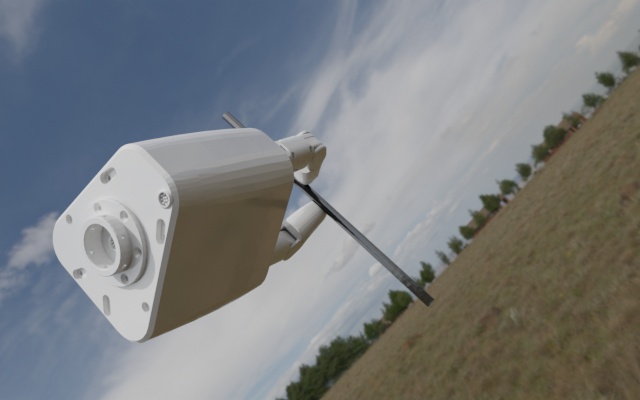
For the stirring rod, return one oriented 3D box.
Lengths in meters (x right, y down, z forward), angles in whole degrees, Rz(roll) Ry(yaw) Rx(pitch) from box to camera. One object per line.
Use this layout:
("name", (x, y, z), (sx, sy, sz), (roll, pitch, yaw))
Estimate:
("stirring rod", (0.000, 0.001, 0.400), (0.239, 0.011, 0.011), (42, 13, 15))
